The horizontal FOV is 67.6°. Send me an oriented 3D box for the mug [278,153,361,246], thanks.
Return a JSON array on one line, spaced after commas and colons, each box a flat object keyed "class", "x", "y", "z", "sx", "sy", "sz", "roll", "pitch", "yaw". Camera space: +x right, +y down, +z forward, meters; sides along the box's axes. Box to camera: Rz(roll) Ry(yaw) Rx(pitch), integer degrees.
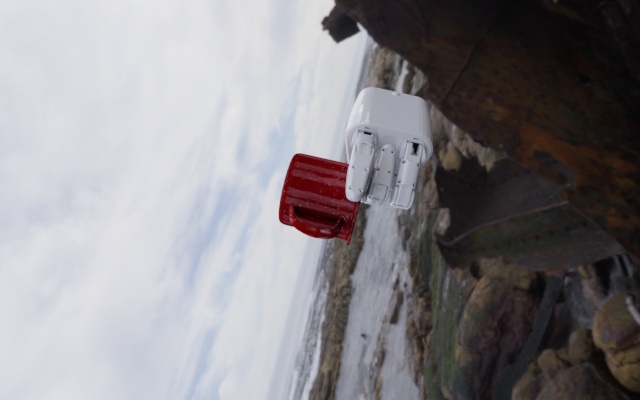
[{"class": "mug", "x": 0.000, "y": 0.003, "z": 0.514, "sx": 0.081, "sy": 0.093, "sz": 0.117, "roll": 13, "pitch": 36, "yaw": 3}]
